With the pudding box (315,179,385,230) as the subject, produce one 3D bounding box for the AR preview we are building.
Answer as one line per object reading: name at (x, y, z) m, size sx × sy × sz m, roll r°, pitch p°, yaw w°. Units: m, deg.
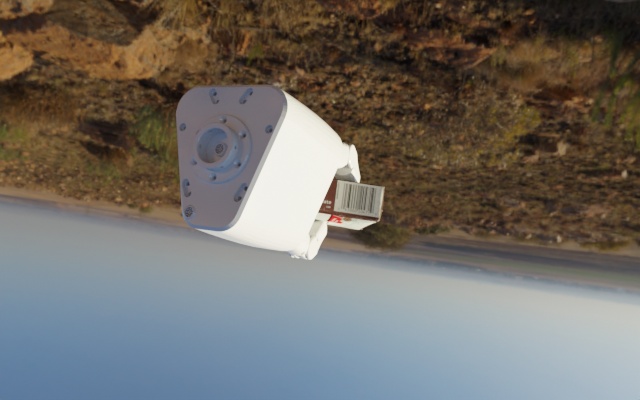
pudding box at (0.000, 0.002, 0.492) m, size 0.113 × 0.039 × 0.090 m, roll 10°, pitch -9°, yaw -5°
